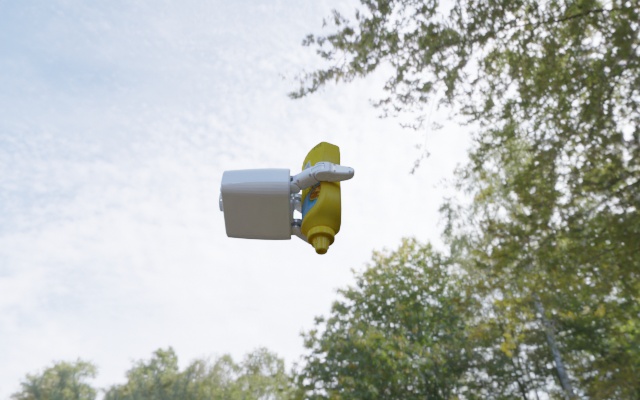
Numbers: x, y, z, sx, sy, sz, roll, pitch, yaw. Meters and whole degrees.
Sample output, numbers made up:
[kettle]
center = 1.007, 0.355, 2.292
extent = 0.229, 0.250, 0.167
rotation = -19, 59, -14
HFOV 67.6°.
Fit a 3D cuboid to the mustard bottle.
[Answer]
[mustard bottle]
center = 0.000, 0.002, 0.749
extent = 0.058, 0.191, 0.096
rotation = 17, -45, -18
